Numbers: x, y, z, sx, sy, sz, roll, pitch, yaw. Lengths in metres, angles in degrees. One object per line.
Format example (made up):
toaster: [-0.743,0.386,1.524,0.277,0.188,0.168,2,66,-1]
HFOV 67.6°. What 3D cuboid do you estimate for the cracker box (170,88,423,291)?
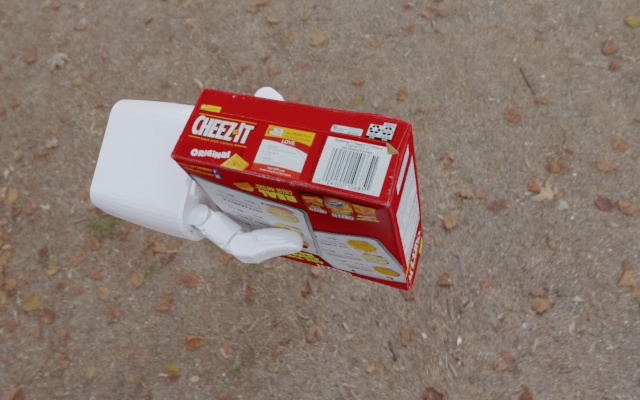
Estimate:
cracker box: [0.000,0.001,0.413,0.164,0.072,0.214,13,-20,19]
